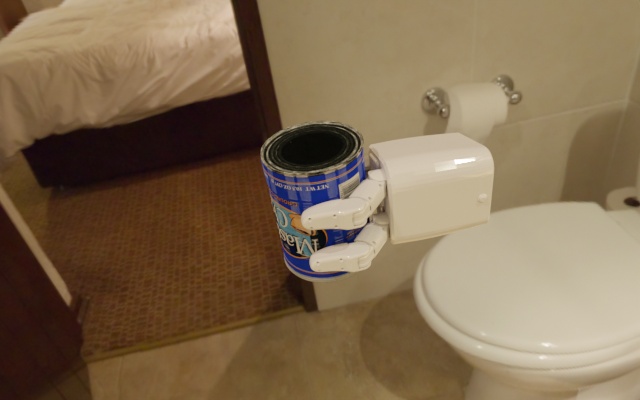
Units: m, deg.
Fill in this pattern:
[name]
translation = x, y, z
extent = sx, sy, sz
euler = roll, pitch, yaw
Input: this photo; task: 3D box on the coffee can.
[coffee can]
translation = 0.000, 0.002, 0.507
extent = 0.103, 0.140, 0.102
euler = -6, 36, 4
